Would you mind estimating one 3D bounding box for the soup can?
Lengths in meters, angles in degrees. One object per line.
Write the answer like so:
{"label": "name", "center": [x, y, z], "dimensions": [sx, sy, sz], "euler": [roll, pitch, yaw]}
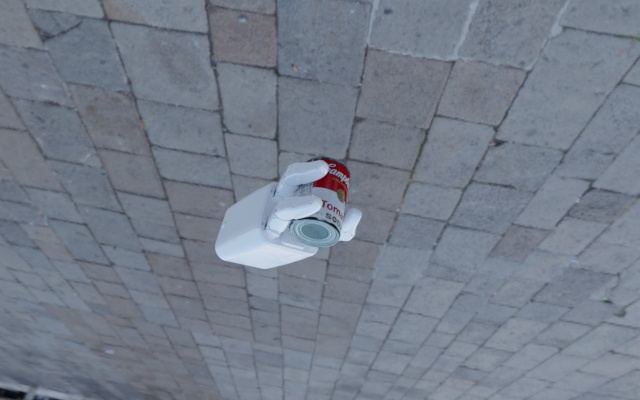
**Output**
{"label": "soup can", "center": [0.000, 0.002, 0.630], "dimensions": [0.068, 0.102, 0.069], "euler": [8, -36, 6]}
